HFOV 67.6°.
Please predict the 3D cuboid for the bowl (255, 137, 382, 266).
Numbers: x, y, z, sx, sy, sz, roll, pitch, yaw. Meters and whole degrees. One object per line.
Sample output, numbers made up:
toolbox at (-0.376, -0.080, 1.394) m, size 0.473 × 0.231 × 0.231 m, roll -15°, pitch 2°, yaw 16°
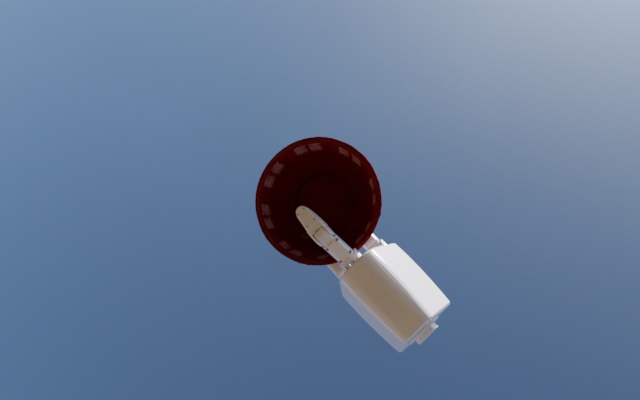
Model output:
bowl at (-0.001, 0.001, 0.621) m, size 0.162 × 0.162 × 0.055 m, roll 0°, pitch -4°, yaw 11°
